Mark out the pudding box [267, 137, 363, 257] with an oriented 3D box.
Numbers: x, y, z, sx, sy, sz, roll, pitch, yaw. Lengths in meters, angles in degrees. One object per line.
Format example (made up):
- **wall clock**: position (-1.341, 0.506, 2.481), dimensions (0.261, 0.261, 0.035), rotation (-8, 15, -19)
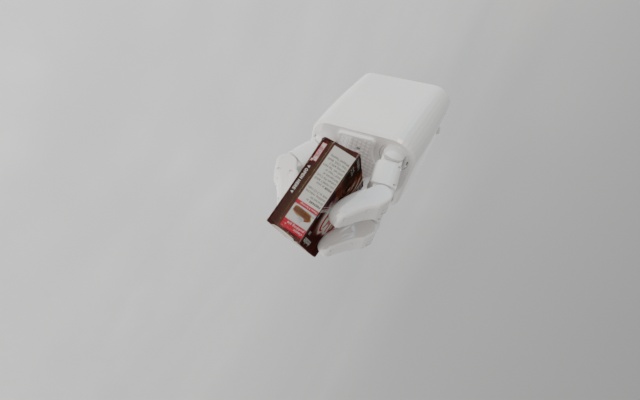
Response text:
- **pudding box**: position (0.000, 0.001, 0.437), dimensions (0.039, 0.090, 0.113), rotation (32, -7, 14)
